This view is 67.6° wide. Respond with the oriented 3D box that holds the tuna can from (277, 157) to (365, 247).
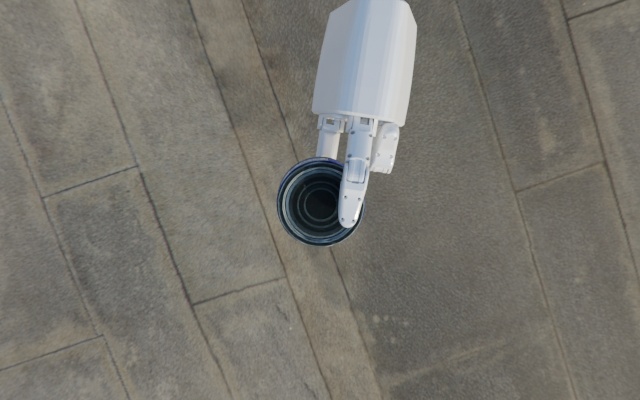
[{"bbox_3d":[0.000,0.002,0.465,0.086,0.086,0.033,0,11,-2],"label":"tuna can"}]
